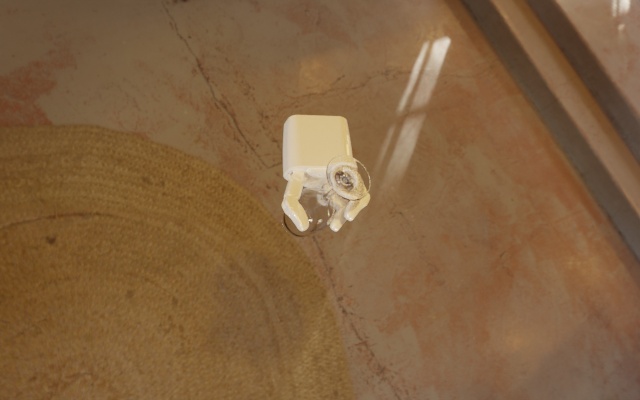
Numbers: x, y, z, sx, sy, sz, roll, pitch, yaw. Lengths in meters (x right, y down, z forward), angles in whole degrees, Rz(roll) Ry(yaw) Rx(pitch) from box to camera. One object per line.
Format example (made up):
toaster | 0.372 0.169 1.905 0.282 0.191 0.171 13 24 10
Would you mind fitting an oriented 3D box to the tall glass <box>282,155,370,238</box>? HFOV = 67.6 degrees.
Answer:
tall glass | 0.000 0.002 0.793 0.079 0.079 0.201 0 -22 -27
